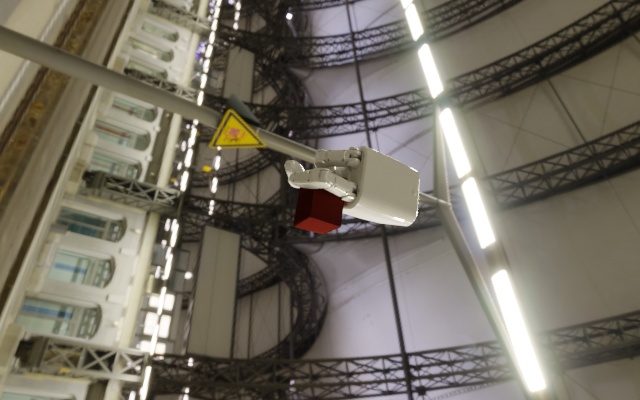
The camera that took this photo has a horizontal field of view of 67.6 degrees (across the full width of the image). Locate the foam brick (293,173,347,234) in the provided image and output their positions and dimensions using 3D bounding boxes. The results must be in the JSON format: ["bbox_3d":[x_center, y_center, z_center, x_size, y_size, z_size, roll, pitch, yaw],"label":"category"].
[{"bbox_3d":[0.000,0.003,0.683,0.051,0.078,0.053,20,-24,-25],"label":"foam brick"}]
